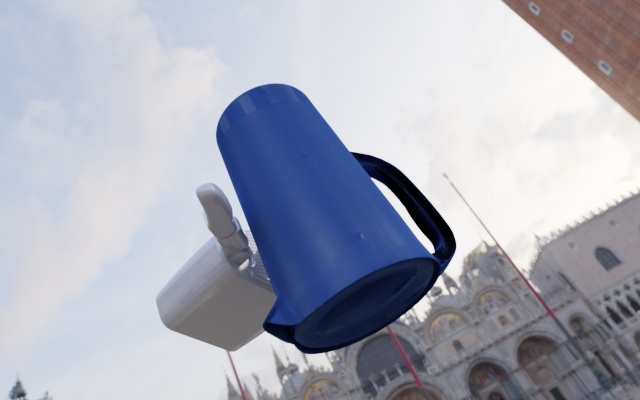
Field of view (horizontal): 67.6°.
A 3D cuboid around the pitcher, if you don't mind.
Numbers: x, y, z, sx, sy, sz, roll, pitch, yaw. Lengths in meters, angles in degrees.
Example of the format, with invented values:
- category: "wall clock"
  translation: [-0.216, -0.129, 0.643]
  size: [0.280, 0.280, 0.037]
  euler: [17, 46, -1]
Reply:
- category: "pitcher"
  translation: [0.000, 0.002, 0.445]
  size: [0.145, 0.242, 0.149]
  euler: [-42, -34, 18]
